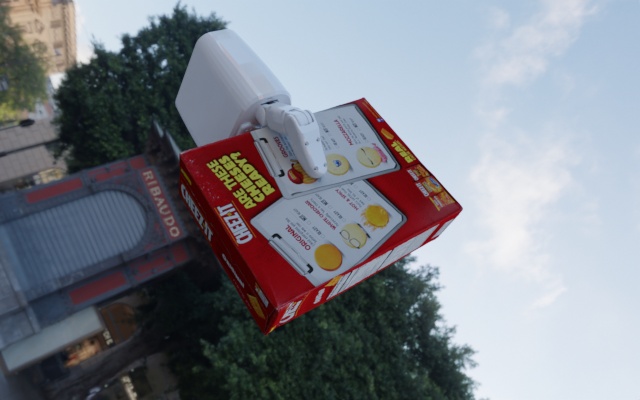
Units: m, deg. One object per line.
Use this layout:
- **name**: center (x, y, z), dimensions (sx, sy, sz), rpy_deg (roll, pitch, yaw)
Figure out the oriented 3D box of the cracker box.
- **cracker box**: center (0.000, 0.001, 0.454), dimensions (0.213, 0.164, 0.072), rpy_deg (-24, -25, -29)
